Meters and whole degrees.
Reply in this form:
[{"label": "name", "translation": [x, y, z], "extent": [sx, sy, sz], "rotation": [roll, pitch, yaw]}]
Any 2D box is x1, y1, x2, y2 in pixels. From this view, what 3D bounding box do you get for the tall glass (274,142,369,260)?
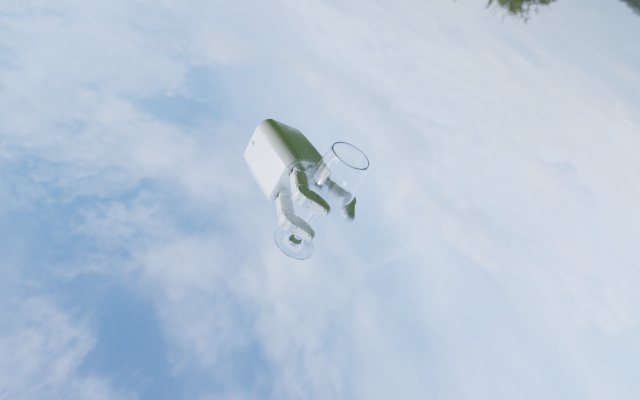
[{"label": "tall glass", "translation": [0.000, 0.003, 0.753], "extent": [0.079, 0.079, 0.201], "rotation": [0, -43, -39]}]
